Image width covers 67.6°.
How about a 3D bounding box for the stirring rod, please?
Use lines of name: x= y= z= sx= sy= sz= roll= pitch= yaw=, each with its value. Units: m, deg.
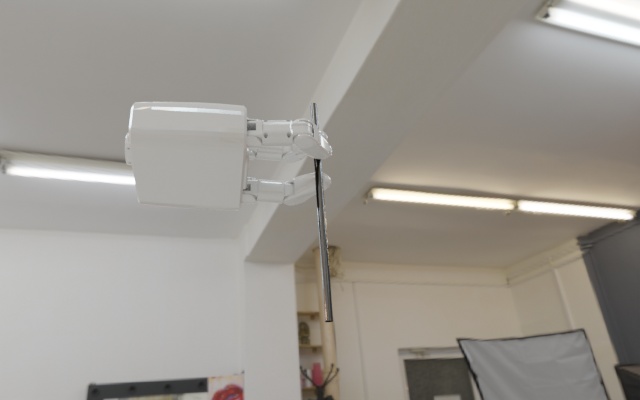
stirring rod: x=0.000 y=0.002 z=0.486 sx=0.011 sy=0.239 sz=0.011 roll=-3 pitch=-25 yaw=-2
